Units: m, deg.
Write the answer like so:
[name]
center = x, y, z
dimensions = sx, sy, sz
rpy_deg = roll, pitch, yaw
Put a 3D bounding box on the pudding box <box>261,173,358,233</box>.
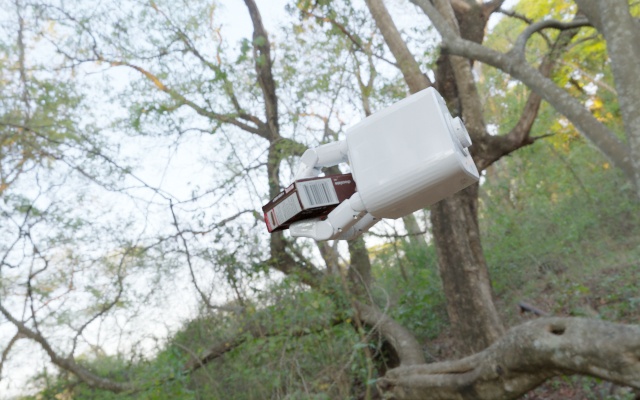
[pudding box]
center = 0.000, 0.002, 0.564
dimensions = 0.113, 0.039, 0.090
rpy_deg = -7, -17, -35
